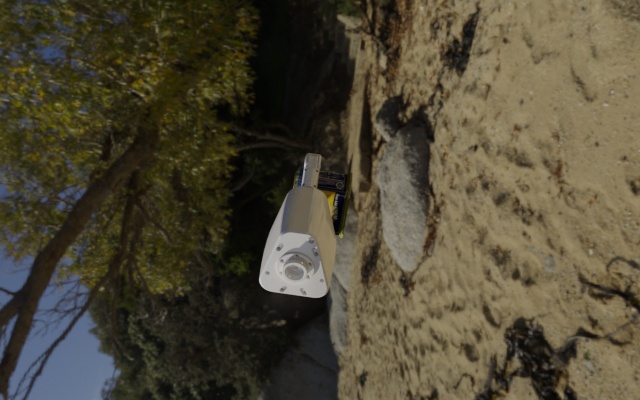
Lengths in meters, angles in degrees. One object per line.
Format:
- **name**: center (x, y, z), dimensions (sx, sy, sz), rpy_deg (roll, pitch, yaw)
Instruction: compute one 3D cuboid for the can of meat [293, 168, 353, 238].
- **can of meat**: center (0.000, 0.002, 0.729), dimensions (0.084, 0.102, 0.057), rpy_deg (8, 35, 1)
